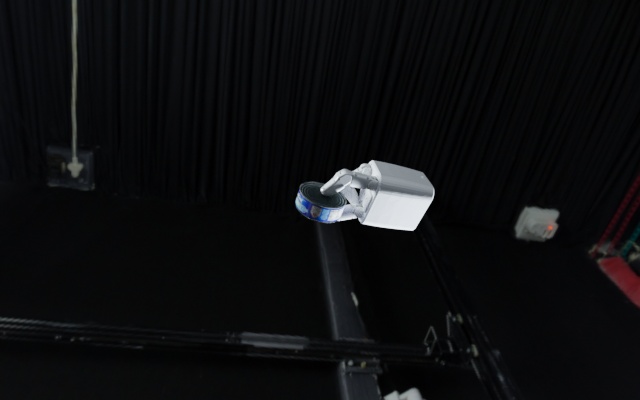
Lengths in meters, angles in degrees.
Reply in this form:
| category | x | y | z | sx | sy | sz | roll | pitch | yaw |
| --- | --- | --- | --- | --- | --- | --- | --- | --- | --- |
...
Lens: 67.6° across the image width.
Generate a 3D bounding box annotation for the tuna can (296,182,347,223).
| category | x | y | z | sx | sy | sz | roll | pitch | yaw |
| --- | --- | --- | --- | --- | --- | --- | --- | --- | --- |
| tuna can | 0.000 | 0.003 | 0.838 | 0.086 | 0.034 | 0.086 | 15 | 28 | -8 |
